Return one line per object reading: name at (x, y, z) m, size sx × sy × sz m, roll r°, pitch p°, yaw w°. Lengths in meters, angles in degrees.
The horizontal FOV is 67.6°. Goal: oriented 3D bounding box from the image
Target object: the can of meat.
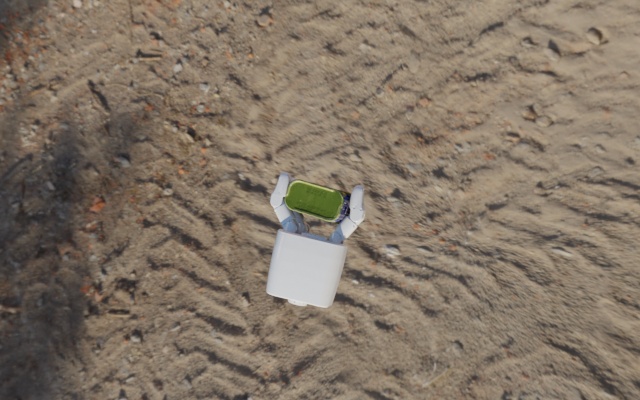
can of meat at (0.000, 0.003, 0.791) m, size 0.102 × 0.057 × 0.084 m, roll 16°, pitch 1°, yaw 17°
